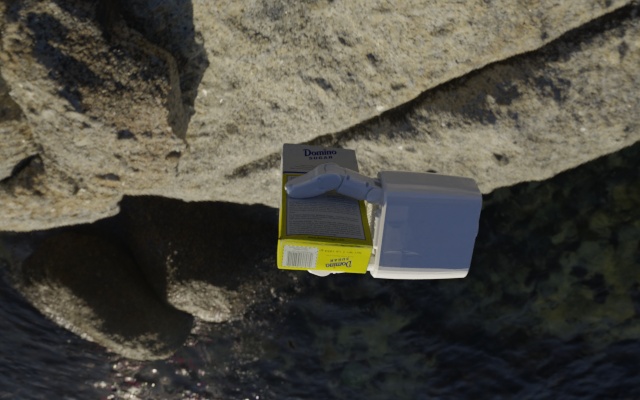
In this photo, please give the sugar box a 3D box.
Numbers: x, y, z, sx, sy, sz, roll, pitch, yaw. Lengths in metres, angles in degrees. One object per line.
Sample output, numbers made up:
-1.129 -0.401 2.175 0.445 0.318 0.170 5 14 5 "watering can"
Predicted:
0.000 0.002 0.535 0.093 0.048 0.176 5 36 -6 "sugar box"
